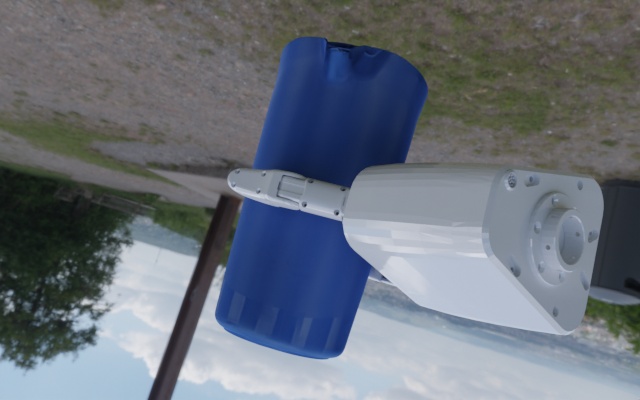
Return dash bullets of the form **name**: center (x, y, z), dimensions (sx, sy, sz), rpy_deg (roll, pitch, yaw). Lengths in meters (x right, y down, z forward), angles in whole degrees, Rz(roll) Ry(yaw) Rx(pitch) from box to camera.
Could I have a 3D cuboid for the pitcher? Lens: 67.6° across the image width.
- **pitcher**: center (0.000, 0.001, 0.413), dimensions (0.149, 0.242, 0.145), rpy_deg (24, -13, -35)
